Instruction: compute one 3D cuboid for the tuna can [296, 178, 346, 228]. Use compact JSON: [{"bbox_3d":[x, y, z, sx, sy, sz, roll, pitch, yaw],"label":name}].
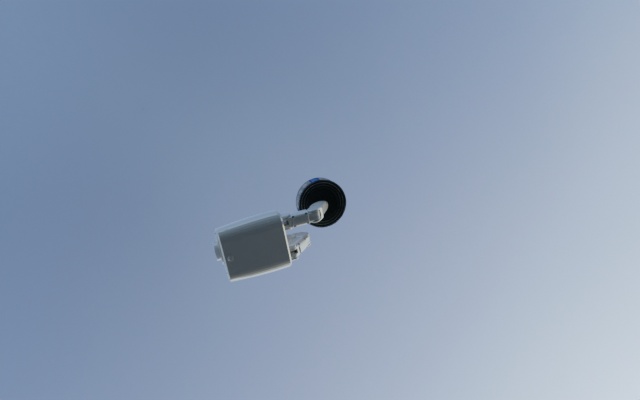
[{"bbox_3d":[0.000,0.003,0.849,0.086,0.086,0.033,0,12,-15],"label":"tuna can"}]
